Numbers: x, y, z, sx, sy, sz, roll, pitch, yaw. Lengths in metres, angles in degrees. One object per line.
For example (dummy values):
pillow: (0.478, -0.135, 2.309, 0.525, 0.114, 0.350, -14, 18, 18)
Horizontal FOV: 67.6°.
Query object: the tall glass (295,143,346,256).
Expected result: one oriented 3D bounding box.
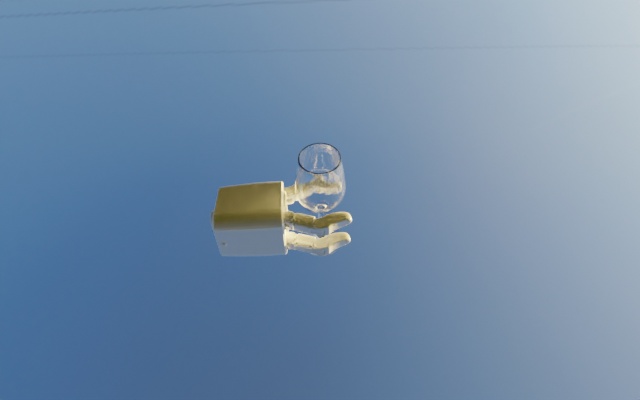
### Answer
tall glass: (0.000, 0.003, 0.751, 0.079, 0.079, 0.201, 0, -39, 1)
